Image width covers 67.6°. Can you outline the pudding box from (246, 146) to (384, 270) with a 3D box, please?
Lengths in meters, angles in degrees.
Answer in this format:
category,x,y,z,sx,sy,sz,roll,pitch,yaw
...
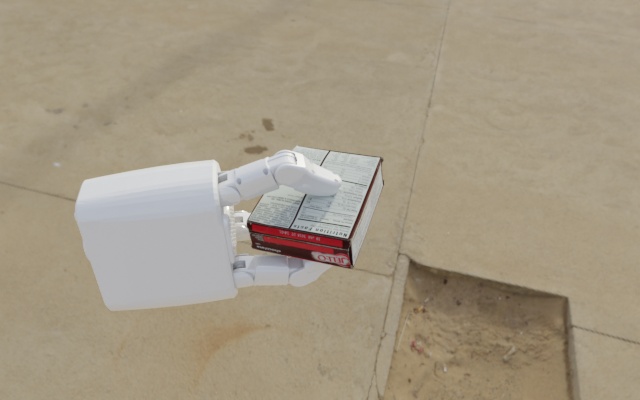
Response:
category,x,y,z,sx,sy,sz,roll,pitch,yaw
pudding box,0.000,0.001,0.416,0.090,0.039,0.113,10,46,17
